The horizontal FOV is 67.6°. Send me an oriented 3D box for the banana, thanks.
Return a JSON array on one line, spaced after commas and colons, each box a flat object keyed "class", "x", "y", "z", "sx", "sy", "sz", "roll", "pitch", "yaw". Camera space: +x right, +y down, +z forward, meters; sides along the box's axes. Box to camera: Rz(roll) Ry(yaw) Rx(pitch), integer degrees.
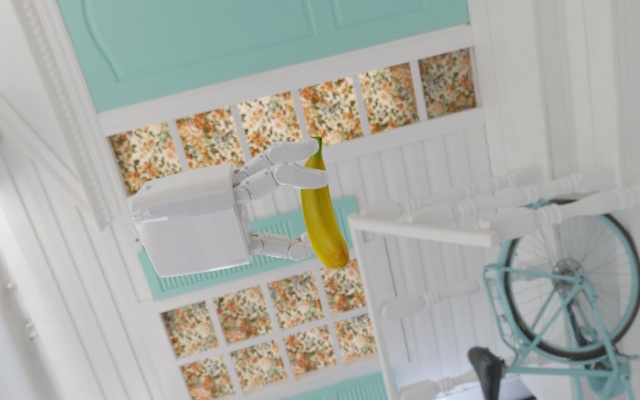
[{"class": "banana", "x": 0.000, "y": 0.013, "z": 0.533, "sx": 0.037, "sy": 0.070, "sz": 0.197, "roll": -7, "pitch": 45, "yaw": -5}]
